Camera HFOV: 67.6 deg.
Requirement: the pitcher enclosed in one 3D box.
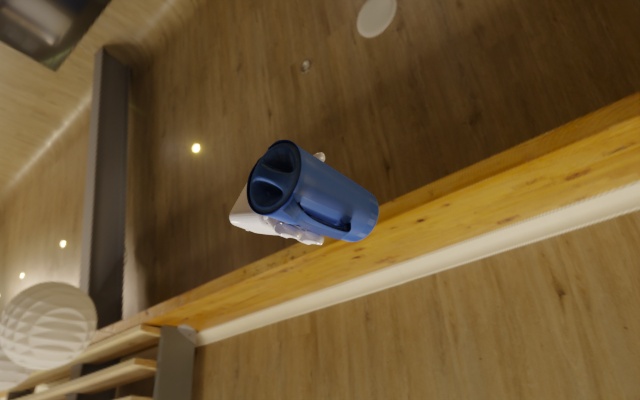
[{"bbox_3d":[0.000,0.003,0.861,0.145,0.149,0.243,-6,-22,43],"label":"pitcher"}]
